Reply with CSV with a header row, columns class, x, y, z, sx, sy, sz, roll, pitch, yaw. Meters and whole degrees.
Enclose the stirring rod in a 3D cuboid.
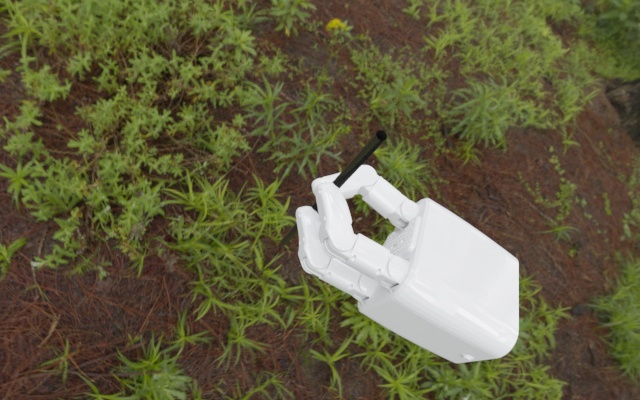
class,x,y,z,sx,sy,sz,roll,pitch,yaw
stirring rod,0.000,0.001,0.420,0.011,0.011,0.240,0,-22,-21
